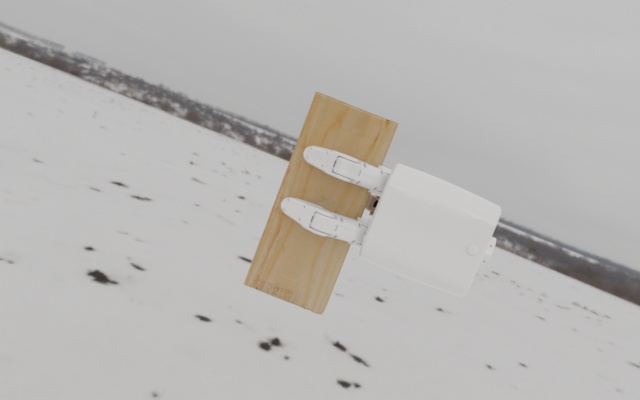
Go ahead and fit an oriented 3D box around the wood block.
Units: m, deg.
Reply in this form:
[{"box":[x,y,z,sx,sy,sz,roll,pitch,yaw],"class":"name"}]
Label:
[{"box":[0.001,0.002,0.516,0.090,0.206,0.091,21,5,1],"class":"wood block"}]
